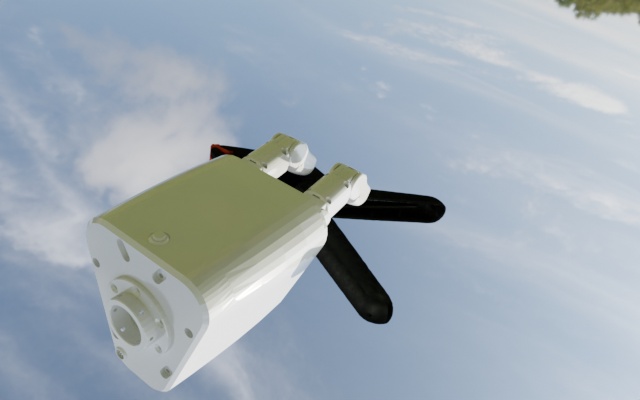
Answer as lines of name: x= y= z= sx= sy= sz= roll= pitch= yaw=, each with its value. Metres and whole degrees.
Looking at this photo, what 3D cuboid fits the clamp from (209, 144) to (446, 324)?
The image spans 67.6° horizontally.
clamp: x=-0.001 y=0.002 z=0.405 sx=0.210 sy=0.036 sz=0.164 roll=29 pitch=35 yaw=20
